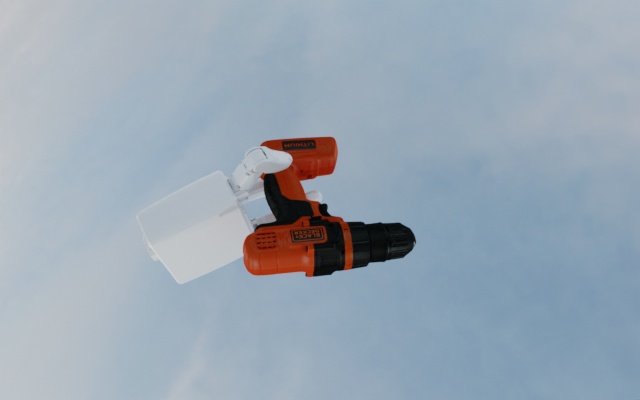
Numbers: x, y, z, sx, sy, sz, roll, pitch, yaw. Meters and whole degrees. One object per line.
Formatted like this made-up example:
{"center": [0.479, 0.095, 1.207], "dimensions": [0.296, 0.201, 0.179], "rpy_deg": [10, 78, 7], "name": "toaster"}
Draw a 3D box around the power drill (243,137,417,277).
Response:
{"center": [0.000, 0.002, 0.552], "dimensions": [0.184, 0.057, 0.187], "rpy_deg": [-4, 43, -10], "name": "power drill"}
